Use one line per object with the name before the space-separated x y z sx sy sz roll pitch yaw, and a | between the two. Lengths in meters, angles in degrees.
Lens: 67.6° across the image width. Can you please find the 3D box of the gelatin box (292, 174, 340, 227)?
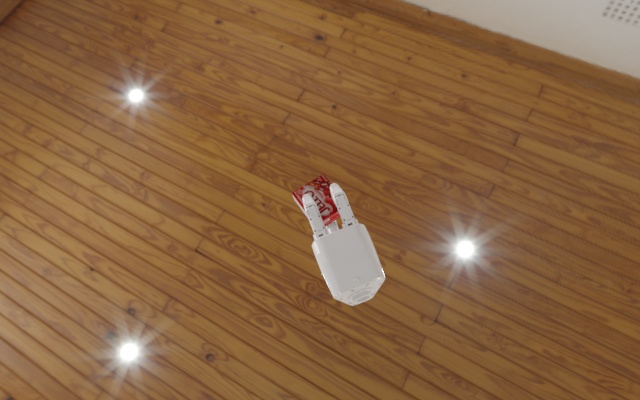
gelatin box | 0.000 0.003 0.896 0.073 0.089 0.030 -32 -31 -9
